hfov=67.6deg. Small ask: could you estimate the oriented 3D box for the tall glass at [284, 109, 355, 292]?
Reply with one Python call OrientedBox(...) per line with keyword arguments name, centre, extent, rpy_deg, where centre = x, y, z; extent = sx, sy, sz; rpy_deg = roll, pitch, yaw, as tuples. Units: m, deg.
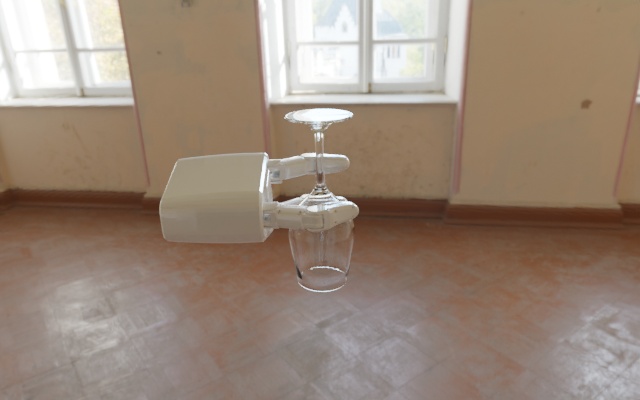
OrientedBox(name="tall glass", centre=(0.000, 0.001, 0.546), extent=(0.079, 0.201, 0.079), rpy_deg=(-2, 20, 1))
